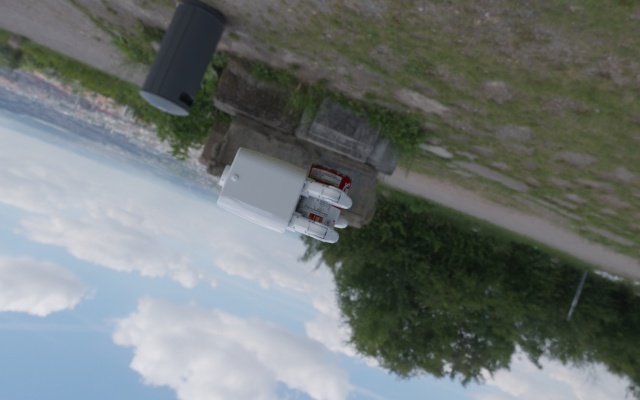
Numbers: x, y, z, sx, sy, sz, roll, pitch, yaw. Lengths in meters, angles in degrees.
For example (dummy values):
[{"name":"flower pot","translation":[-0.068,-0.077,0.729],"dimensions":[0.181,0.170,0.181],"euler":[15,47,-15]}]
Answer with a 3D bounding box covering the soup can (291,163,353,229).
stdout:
[{"name":"soup can","translation":[0.000,0.003,0.734],"dimensions":[0.068,0.102,0.068],"euler":[21,-4,2]}]
